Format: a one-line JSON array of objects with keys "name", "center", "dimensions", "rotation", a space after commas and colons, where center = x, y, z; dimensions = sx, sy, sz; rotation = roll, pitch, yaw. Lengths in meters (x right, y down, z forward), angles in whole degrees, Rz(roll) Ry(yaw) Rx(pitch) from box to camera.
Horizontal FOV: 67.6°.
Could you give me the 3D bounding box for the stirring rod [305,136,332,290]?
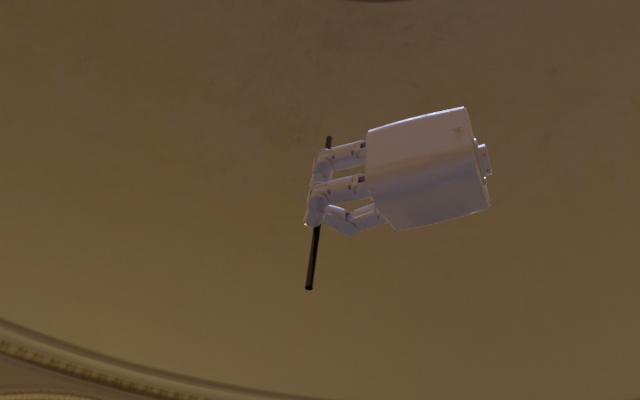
[{"name": "stirring rod", "center": [0.000, 0.002, 0.560], "dimensions": [0.011, 0.239, 0.011], "rotation": [4, -44, 4]}]
